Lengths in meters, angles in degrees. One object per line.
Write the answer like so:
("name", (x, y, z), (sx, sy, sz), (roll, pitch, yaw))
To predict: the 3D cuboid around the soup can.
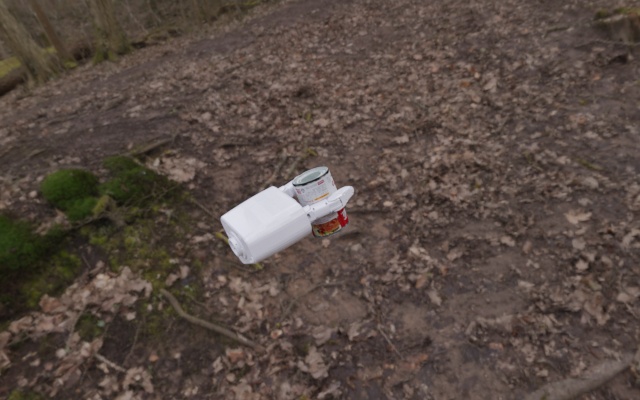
("soup can", (0.000, 0.002, 0.808), (0.068, 0.102, 0.068), (-20, 19, 7))
